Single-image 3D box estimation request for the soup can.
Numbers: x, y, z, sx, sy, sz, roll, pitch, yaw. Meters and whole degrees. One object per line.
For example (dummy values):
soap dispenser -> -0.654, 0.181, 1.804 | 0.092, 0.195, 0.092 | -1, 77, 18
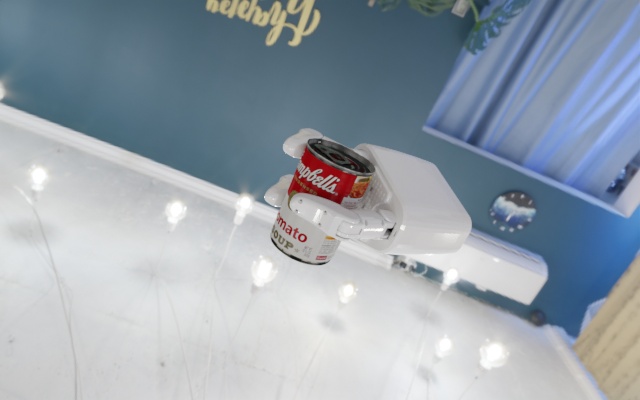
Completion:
soup can -> 0.000, 0.002, 0.452 | 0.068, 0.102, 0.068 | 21, 22, -9
